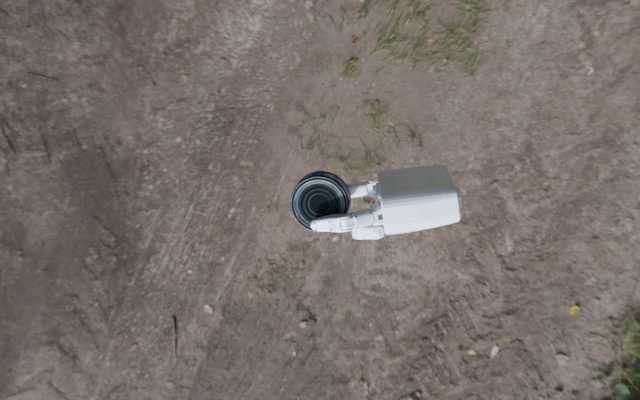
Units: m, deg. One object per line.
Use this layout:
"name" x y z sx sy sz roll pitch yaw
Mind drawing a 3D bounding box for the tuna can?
"tuna can" 0.000 0.002 0.691 0.086 0.086 0.033 0 15 8
